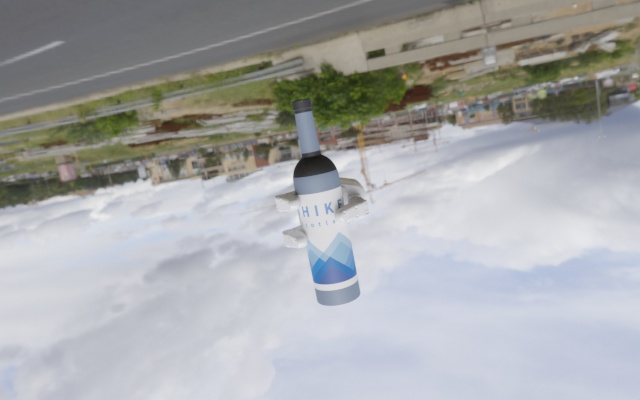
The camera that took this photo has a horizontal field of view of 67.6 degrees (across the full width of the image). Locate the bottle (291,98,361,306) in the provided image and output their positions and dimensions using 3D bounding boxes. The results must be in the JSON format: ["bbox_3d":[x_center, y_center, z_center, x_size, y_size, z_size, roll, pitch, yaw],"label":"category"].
[{"bbox_3d":[0.000,0.003,0.691,0.069,0.296,0.069,-11,10,2],"label":"bottle"}]
